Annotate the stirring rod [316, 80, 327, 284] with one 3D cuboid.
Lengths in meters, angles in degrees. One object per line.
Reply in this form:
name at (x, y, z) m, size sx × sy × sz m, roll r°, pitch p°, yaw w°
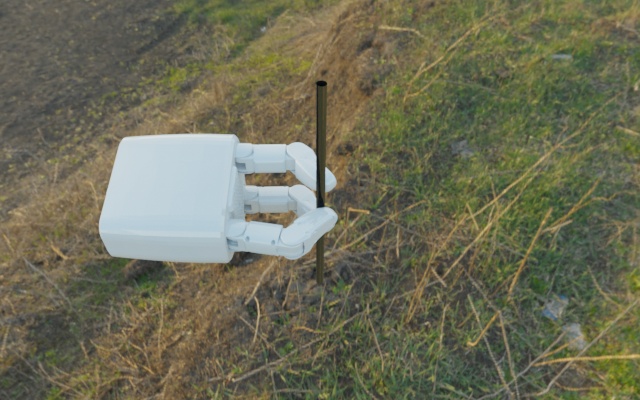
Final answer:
stirring rod at (0.000, 0.002, 0.425) m, size 0.011 × 0.011 × 0.240 m, roll 0°, pitch -45°, yaw 0°
